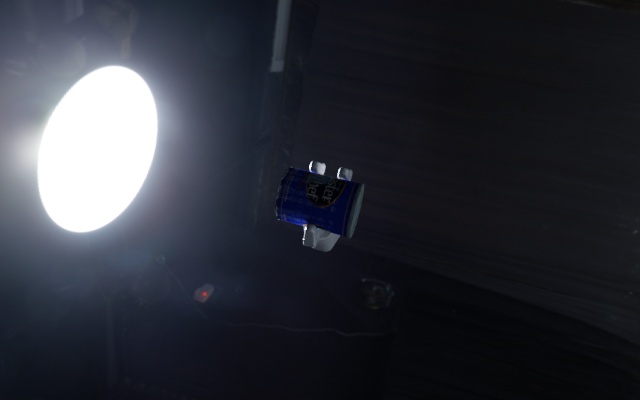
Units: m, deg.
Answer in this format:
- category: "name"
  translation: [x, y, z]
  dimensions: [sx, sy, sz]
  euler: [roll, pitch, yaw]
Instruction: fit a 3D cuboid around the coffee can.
- category: "coffee can"
  translation: [0.000, 0.003, 0.877]
  dimensions: [0.140, 0.103, 0.103]
  euler: [14, 2, 10]
